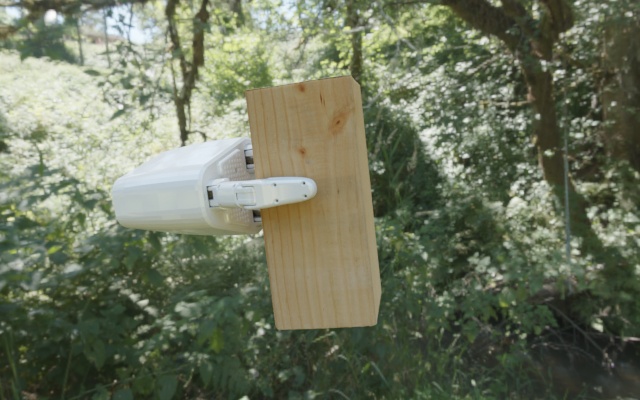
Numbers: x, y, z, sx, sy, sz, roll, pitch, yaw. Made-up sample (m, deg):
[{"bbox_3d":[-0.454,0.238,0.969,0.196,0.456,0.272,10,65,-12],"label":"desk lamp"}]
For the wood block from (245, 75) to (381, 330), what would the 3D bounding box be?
[{"bbox_3d":[0.000,0.001,0.434,0.090,0.206,0.091,-5,7,12],"label":"wood block"}]
